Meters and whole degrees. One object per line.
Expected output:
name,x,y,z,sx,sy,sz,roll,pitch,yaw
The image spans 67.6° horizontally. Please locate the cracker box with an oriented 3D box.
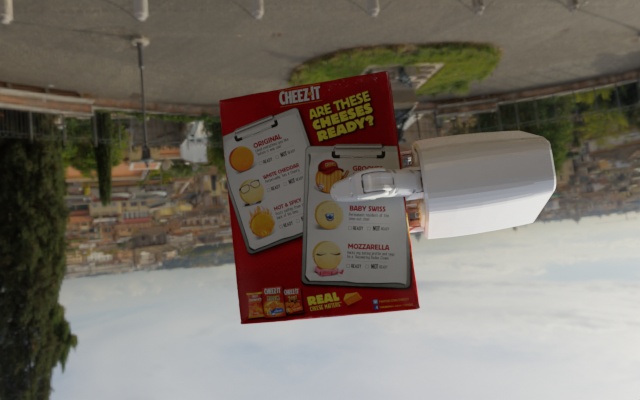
cracker box,0.000,0.002,0.460,0.164,0.213,0.072,-8,-6,9
